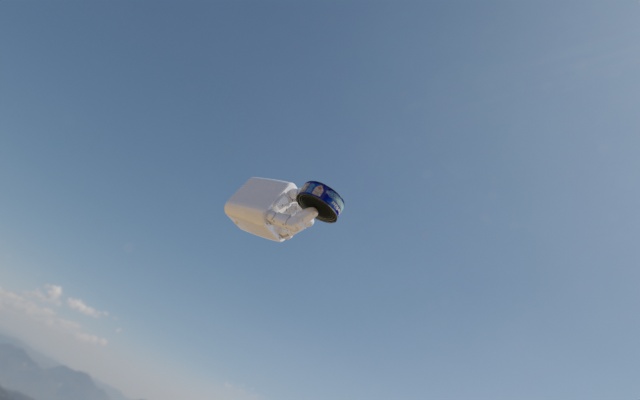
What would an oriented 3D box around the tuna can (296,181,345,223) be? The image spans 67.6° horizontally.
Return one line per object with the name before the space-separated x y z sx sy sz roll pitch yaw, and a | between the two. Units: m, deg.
tuna can | 0.000 0.002 0.869 0.086 0.033 0.086 26 -24 13
